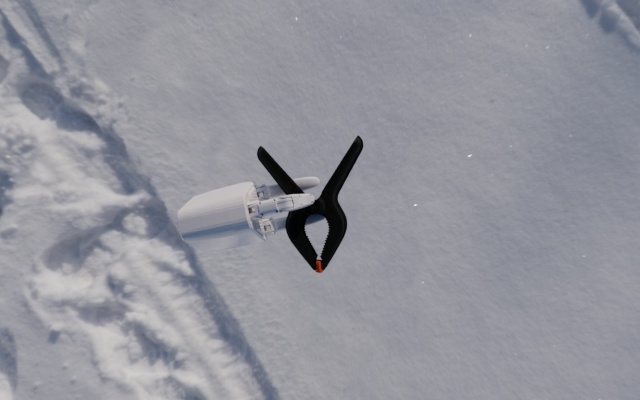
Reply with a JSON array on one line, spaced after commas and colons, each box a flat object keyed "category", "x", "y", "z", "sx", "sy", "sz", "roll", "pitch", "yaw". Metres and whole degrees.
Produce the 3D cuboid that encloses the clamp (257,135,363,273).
[{"category": "clamp", "x": 0.000, "y": 0.003, "z": 0.729, "sx": 0.164, "sy": 0.210, "sz": 0.036, "roll": -12, "pitch": -2, "yaw": 8}]
